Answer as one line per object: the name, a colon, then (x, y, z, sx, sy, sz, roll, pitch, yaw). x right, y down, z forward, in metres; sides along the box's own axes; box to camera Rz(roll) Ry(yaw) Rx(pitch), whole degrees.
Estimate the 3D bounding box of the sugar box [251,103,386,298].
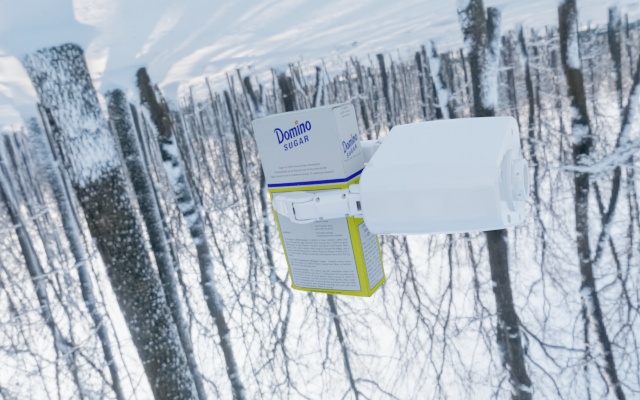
sugar box: (0.000, 0.001, 0.455, 0.093, 0.176, 0.048, -2, 15, 33)
